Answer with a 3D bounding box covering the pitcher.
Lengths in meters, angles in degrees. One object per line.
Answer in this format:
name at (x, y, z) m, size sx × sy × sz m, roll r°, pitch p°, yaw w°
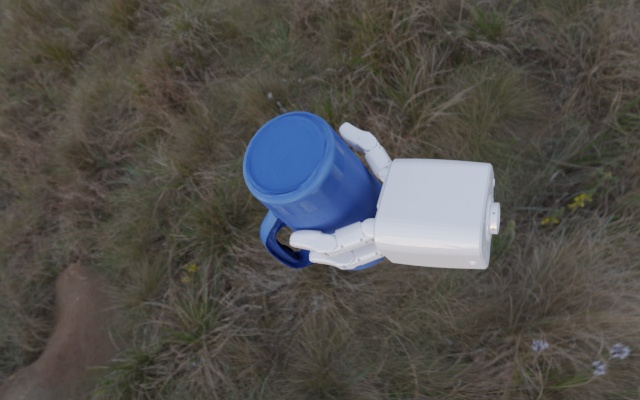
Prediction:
pitcher at (0.000, 0.002, 0.591) m, size 0.145 × 0.149 × 0.243 m, roll 6°, pitch -19°, yaw 26°
